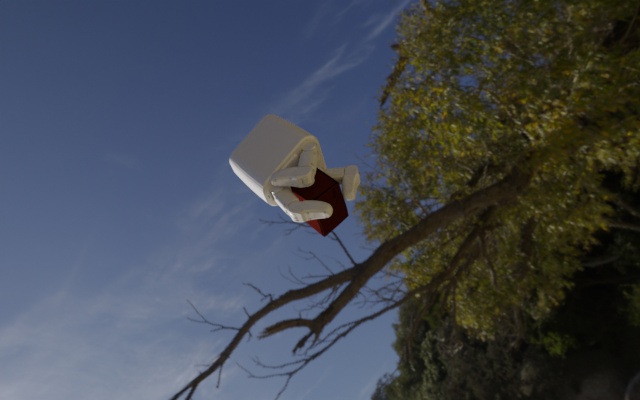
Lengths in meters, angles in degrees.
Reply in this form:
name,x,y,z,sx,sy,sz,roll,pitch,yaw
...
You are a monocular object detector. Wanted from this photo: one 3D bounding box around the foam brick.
name,x,y,z,sx,sy,sz,roll,pitch,yaw
foam brick,0.000,0.003,0.699,0.053,0.078,0.051,-39,48,-18
